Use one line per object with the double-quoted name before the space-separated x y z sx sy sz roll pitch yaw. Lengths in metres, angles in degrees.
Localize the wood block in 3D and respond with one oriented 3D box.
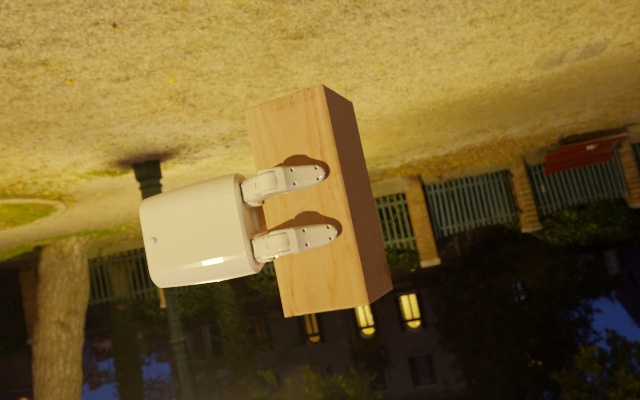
"wood block" 0.000 0.002 0.487 0.090 0.206 0.091 -14 -5 21
